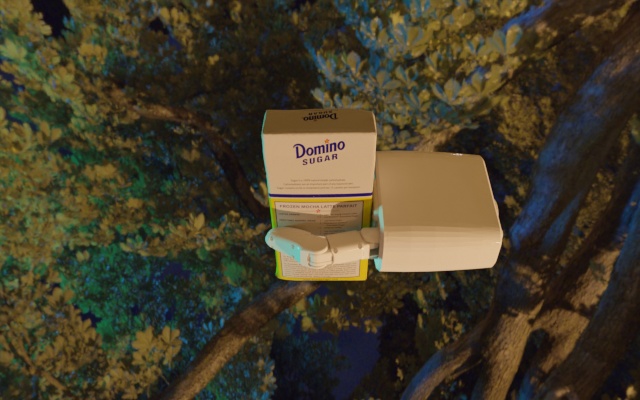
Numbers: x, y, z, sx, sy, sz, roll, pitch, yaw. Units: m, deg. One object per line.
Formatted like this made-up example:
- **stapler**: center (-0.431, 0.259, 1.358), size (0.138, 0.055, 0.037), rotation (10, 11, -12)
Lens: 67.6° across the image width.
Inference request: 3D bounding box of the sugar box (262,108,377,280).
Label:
- **sugar box**: center (0.000, 0.001, 0.442), size (0.093, 0.176, 0.048), rotation (0, 38, 0)
